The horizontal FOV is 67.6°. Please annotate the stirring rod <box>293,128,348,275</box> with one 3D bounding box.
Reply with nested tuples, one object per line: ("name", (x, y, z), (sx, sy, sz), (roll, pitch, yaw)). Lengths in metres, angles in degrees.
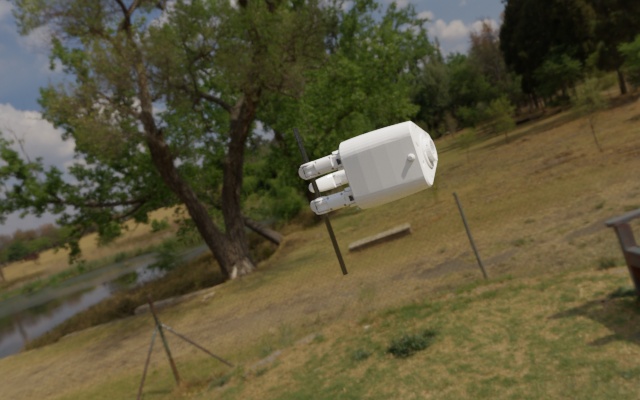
("stirring rod", (0.000, 0.002, 0.742), (0.011, 0.239, 0.011), (-19, 4, 1))
